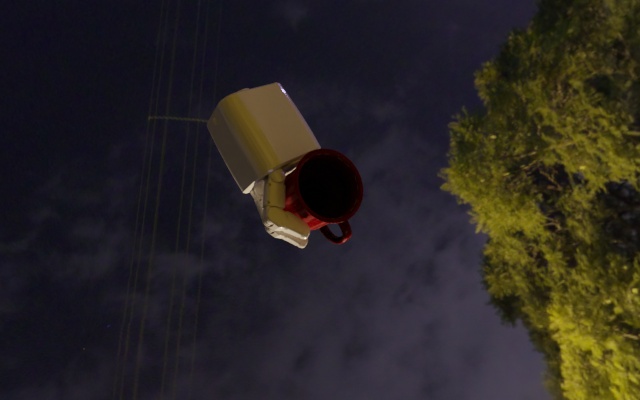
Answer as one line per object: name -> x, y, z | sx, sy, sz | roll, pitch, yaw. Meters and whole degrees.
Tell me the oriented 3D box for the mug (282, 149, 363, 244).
mug -> 0.001, 0.003, 0.603 | 0.093, 0.117, 0.081 | -32, 1, -30
